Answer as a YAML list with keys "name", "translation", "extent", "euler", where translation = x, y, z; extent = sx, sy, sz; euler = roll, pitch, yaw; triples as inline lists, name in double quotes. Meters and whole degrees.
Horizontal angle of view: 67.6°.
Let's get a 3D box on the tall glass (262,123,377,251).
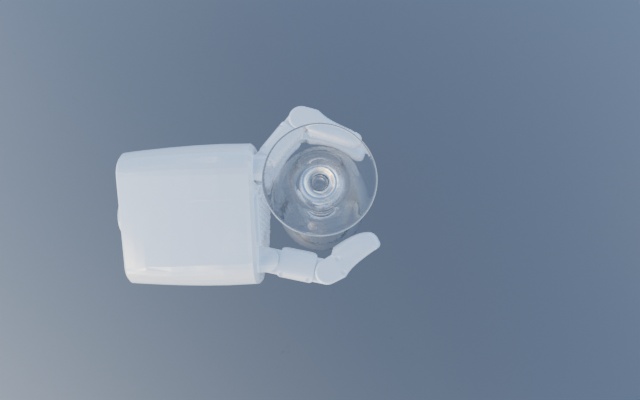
- name: "tall glass"
  translation: [0.000, 0.001, 0.402]
  extent: [0.079, 0.079, 0.201]
  euler: [0, -9, 1]
